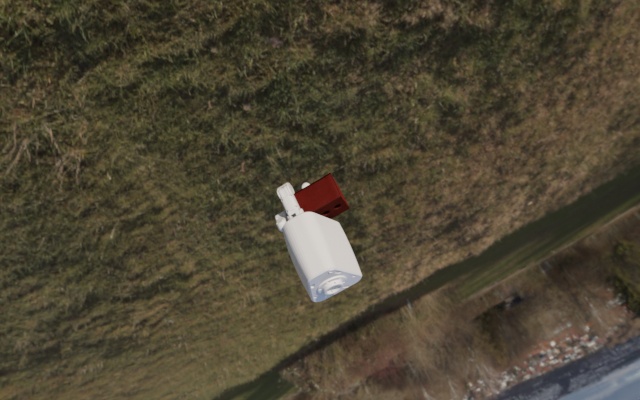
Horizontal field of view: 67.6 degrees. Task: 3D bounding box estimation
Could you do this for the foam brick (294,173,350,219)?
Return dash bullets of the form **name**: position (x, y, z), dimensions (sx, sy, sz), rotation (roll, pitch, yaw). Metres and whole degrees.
- **foam brick**: position (0.000, 0.002, 0.797), dimensions (0.078, 0.051, 0.053), rotation (-30, -32, 6)
